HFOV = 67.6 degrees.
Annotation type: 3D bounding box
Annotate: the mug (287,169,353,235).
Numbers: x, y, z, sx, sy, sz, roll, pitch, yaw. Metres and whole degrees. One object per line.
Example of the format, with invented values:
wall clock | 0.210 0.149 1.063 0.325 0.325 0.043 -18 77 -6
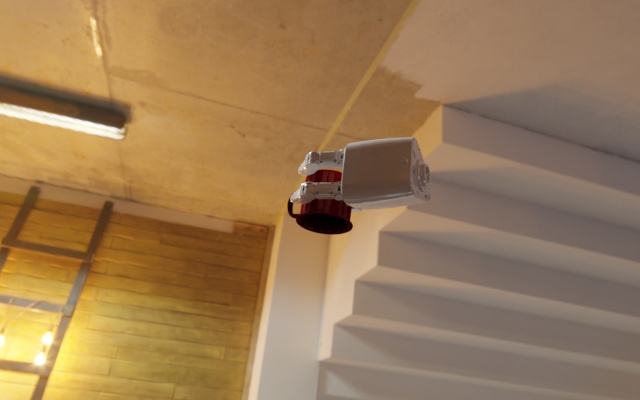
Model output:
mug | -0.001 0.003 0.789 0.117 0.081 0.093 -4 -27 25
